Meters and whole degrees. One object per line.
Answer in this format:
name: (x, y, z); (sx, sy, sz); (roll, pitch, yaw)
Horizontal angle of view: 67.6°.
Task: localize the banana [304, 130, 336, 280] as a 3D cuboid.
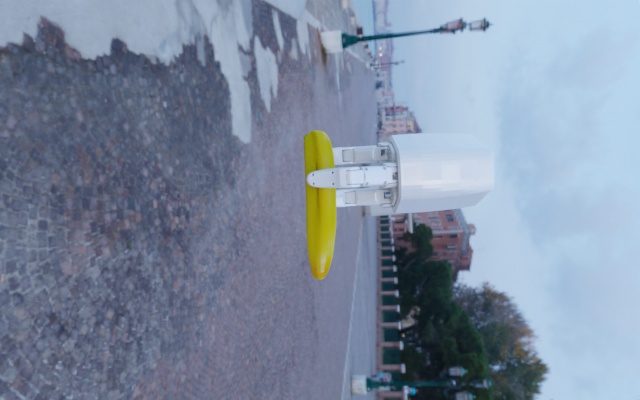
banana: (0.000, -0.008, 0.573); (0.037, 0.197, 0.070); (-2, -22, -1)
